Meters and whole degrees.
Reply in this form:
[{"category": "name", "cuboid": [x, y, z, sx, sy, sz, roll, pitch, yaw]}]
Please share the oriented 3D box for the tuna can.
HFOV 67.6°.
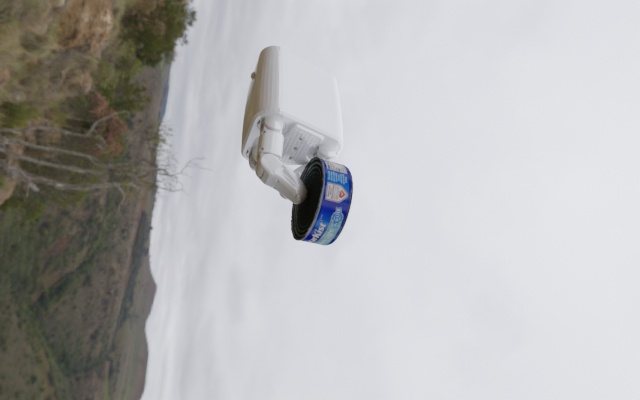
[{"category": "tuna can", "cuboid": [0.001, 0.002, 0.481, 0.034, 0.086, 0.086, 14, -5, -19]}]
